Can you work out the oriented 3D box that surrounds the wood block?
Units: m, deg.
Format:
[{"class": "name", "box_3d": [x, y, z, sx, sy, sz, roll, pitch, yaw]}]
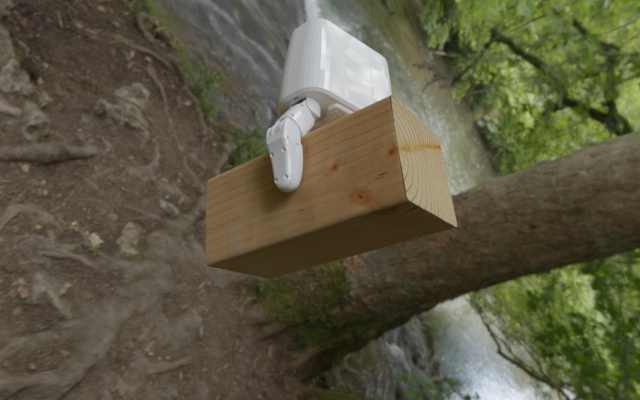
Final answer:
[{"class": "wood block", "box_3d": [0.000, 0.001, 0.428, 0.206, 0.090, 0.091, -20, -28, 32]}]
